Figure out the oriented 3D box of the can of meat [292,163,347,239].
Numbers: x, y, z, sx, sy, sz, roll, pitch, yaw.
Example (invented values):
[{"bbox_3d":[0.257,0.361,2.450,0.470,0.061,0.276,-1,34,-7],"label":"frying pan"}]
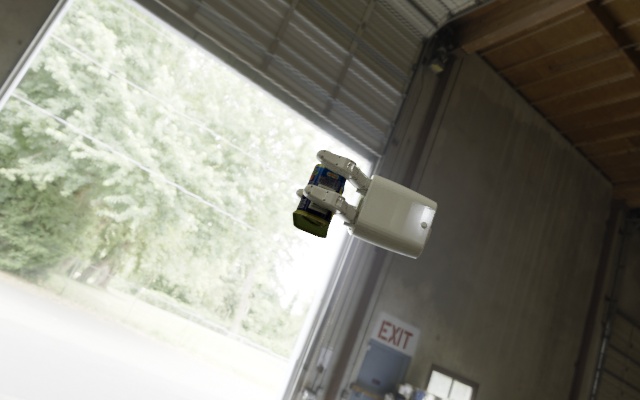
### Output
[{"bbox_3d":[0.000,0.002,0.719,0.057,0.084,0.102,22,-16,5],"label":"can of meat"}]
